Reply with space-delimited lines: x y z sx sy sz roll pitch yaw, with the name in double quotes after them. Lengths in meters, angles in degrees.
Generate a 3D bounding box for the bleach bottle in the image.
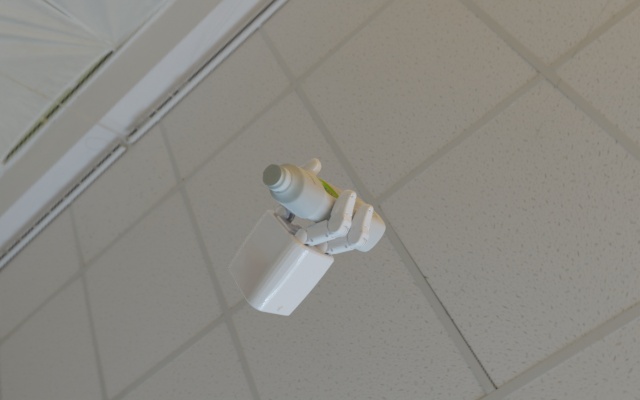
0.000 0.002 0.671 0.102 0.068 0.251 42 6 35 "bleach bottle"
